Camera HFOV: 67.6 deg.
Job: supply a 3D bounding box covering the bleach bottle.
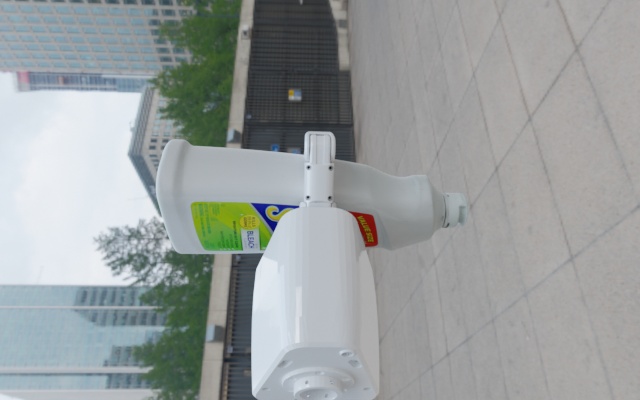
[{"bbox_3d":[0.000,0.001,0.408,0.251,0.068,0.103,1,-41,-3],"label":"bleach bottle"}]
